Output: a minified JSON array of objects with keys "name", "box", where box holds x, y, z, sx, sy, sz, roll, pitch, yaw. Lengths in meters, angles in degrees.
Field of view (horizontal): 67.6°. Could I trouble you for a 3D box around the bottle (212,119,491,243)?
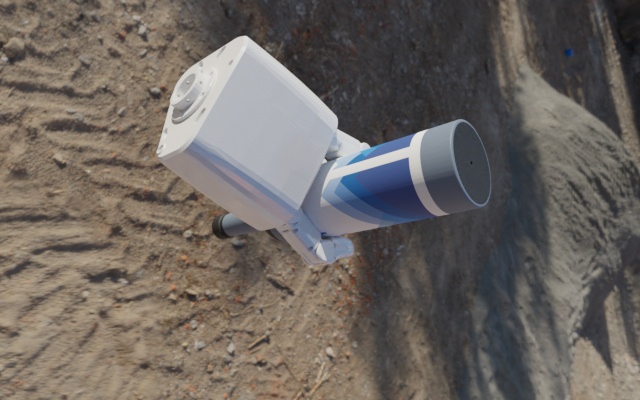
[{"name":"bottle","box":[0.000,0.001,0.440,0.296,0.069,0.069,-15,-9,39]}]
